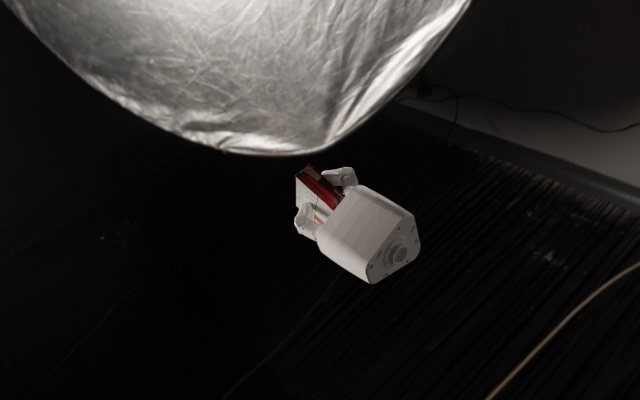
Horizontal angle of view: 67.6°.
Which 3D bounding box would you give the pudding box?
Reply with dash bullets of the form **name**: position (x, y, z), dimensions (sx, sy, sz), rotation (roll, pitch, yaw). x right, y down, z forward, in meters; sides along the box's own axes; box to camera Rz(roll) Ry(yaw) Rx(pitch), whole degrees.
- **pudding box**: position (0.000, 0.003, 0.797), dimensions (0.039, 0.090, 0.114), rotation (-39, -19, -21)
